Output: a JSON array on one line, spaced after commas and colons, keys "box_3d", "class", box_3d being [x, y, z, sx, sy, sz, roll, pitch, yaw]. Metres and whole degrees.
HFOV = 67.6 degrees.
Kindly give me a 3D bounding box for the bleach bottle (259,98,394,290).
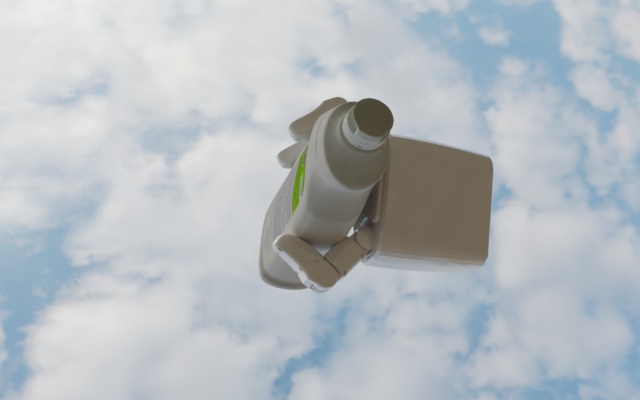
[{"box_3d": [0.000, 0.001, 0.412, 0.068, 0.102, 0.251, 8, -24, -13], "class": "bleach bottle"}]
